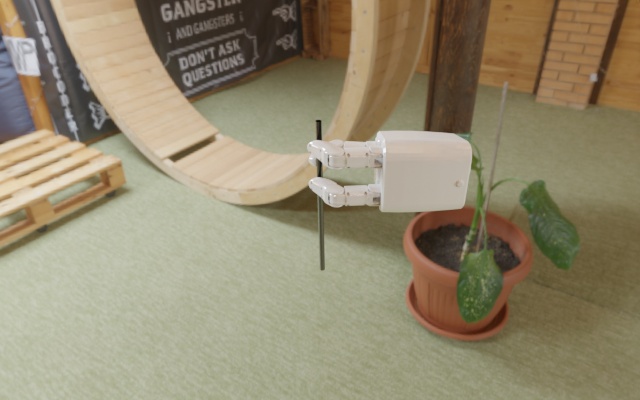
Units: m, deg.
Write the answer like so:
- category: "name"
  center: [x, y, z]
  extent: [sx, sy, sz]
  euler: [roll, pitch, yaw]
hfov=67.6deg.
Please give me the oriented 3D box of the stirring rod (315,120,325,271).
- category: "stirring rod"
  center: [0.000, 0.002, 0.663]
  extent: [0.011, 0.240, 0.011]
  euler: [-1, 32, 1]
